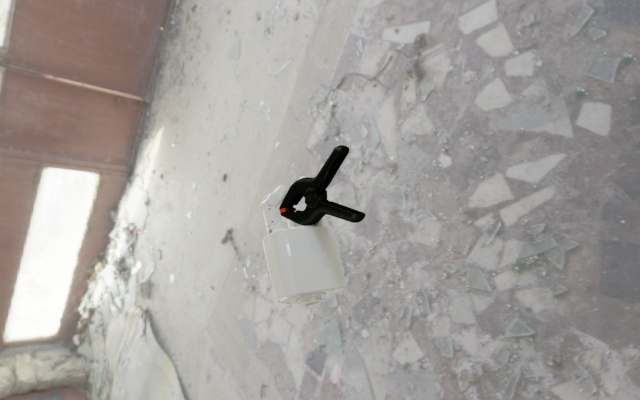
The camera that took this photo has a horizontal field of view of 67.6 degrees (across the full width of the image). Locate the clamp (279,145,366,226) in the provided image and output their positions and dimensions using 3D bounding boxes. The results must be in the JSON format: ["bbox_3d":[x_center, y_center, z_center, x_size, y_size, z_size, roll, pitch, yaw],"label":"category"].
[{"bbox_3d":[0.000,0.002,0.758,0.039,0.120,0.171,5,-29,-42],"label":"clamp"}]
